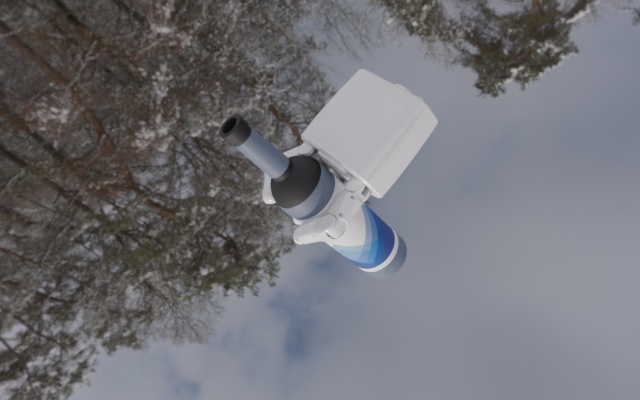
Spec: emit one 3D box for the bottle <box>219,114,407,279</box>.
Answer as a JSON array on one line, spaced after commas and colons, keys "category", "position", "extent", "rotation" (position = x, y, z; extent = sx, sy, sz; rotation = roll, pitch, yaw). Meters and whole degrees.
[{"category": "bottle", "position": [0.000, 0.002, 0.546], "extent": [0.069, 0.069, 0.296], "rotation": [0, -30, 43]}]
